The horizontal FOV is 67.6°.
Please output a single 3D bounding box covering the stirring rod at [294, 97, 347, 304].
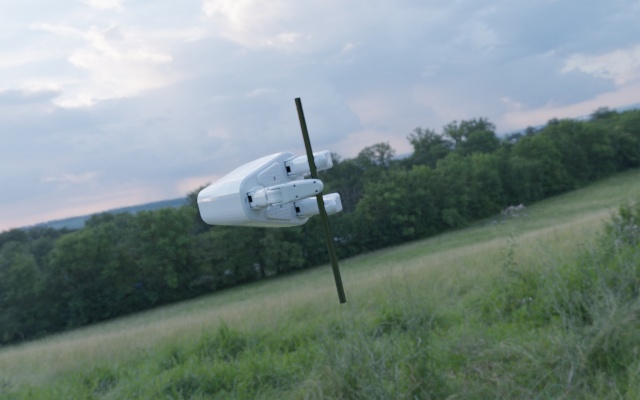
[{"bbox_3d":[0.000,0.002,0.547,0.011,0.239,0.011,-13,5,1],"label":"stirring rod"}]
